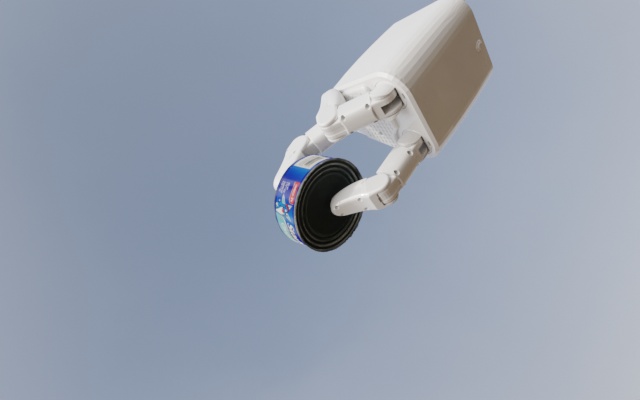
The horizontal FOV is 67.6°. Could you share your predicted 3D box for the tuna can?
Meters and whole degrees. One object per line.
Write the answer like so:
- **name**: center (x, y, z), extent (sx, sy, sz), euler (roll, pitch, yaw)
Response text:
- **tuna can**: center (0.000, 0.001, 0.436), extent (0.086, 0.086, 0.033), euler (0, 12, -43)
